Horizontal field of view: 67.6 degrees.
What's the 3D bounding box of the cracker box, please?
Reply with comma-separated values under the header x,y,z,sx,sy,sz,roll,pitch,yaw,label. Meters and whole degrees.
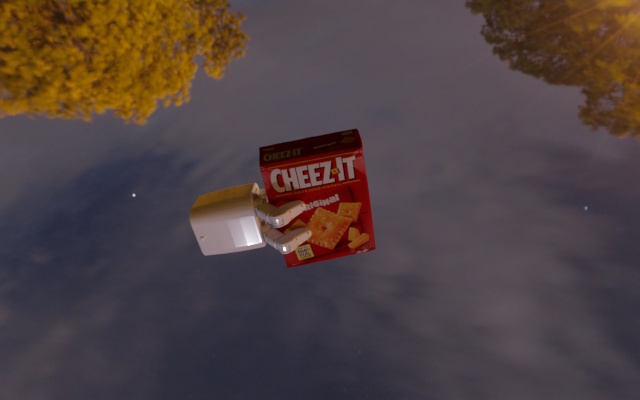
x,y,z,sx,sy,sz,roll,pitch,yaw,label
0.000,0.003,0.801,0.164,0.214,0.072,-11,35,0,cracker box
